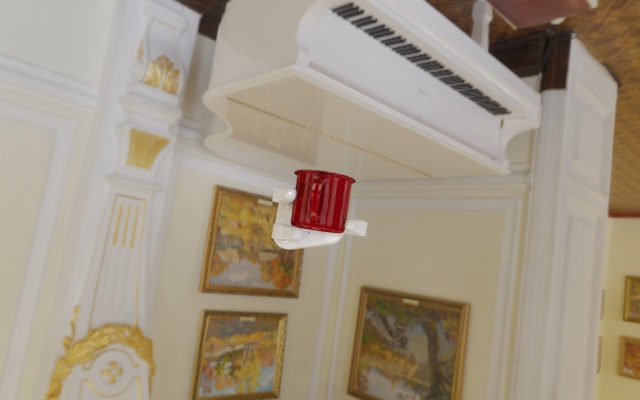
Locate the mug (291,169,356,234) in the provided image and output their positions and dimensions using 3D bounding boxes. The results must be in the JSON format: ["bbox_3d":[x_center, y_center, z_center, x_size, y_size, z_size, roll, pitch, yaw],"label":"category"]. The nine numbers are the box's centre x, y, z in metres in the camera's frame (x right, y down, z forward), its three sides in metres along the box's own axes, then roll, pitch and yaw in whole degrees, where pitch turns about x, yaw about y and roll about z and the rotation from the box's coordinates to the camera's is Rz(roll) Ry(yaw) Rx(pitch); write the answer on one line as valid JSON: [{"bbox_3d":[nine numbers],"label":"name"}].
[{"bbox_3d":[0.000,0.002,0.693,0.093,0.081,0.117,8,-6,5],"label":"mug"}]
